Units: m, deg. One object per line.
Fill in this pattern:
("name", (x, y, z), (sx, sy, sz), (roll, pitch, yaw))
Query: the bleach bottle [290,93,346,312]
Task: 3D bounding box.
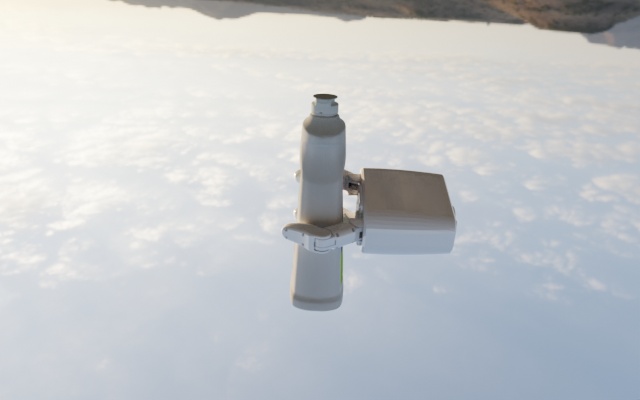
("bleach bottle", (0.000, 0.002, 0.572), (0.068, 0.251, 0.102), (2, 25, 0))
